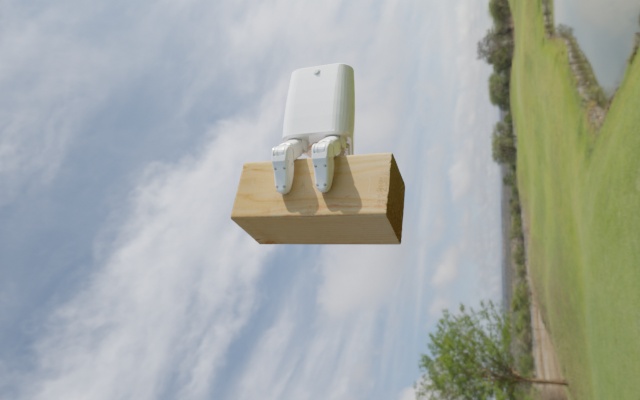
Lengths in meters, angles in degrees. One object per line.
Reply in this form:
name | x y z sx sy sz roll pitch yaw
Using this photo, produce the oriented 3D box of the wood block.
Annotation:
wood block | 0.000 0.002 0.635 0.206 0.090 0.091 -2 -28 22
